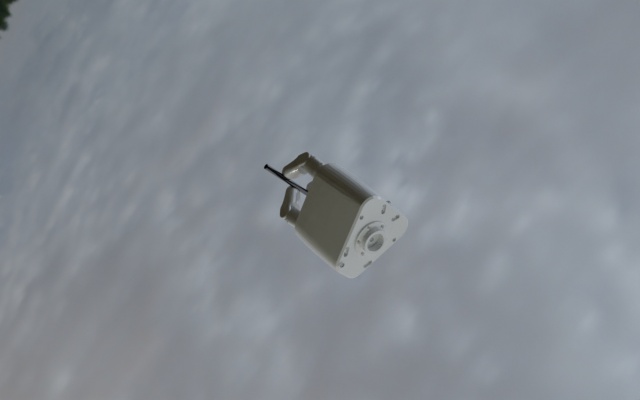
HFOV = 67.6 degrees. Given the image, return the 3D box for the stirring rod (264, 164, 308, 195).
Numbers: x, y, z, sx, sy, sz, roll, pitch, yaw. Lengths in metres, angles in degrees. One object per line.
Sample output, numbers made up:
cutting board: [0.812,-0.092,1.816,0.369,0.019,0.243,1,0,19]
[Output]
stirring rod: [0.000,0.002,0.751,0.011,0.011,0.240,0,-25,45]
